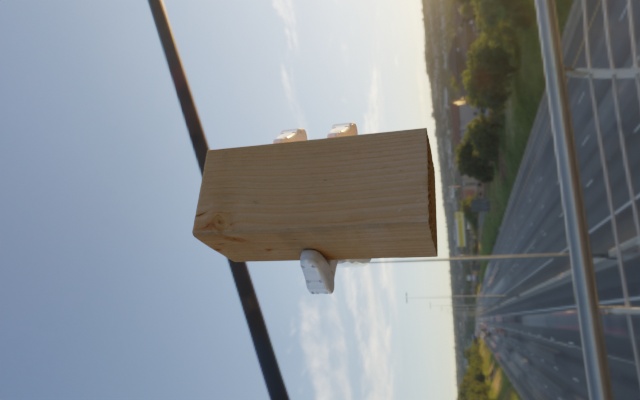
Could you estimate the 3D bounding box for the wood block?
[{"bbox_3d":[0.000,0.002,0.446,0.206,0.090,0.090,-4,-25,17],"label":"wood block"}]
